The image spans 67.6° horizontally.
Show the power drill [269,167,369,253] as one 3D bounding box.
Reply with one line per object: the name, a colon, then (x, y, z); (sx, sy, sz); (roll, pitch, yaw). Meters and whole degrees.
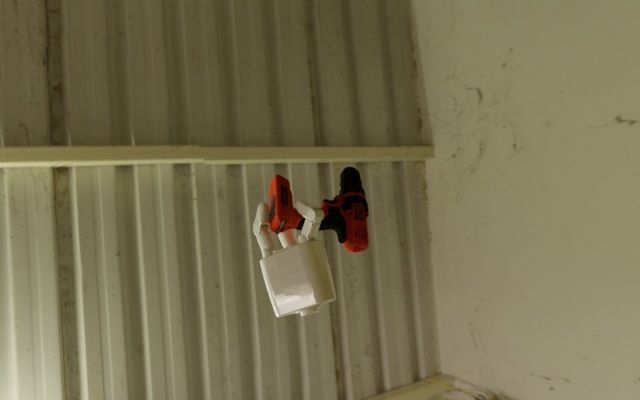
power drill: (0.000, 0.003, 0.897); (0.187, 0.184, 0.057); (7, -35, -17)
